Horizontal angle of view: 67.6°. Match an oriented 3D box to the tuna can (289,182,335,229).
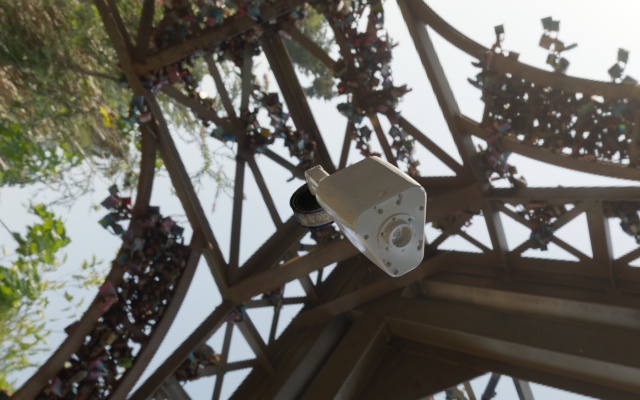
[{"bbox_3d":[0.000,0.003,0.692,0.086,0.034,0.086,-17,31,11],"label":"tuna can"}]
